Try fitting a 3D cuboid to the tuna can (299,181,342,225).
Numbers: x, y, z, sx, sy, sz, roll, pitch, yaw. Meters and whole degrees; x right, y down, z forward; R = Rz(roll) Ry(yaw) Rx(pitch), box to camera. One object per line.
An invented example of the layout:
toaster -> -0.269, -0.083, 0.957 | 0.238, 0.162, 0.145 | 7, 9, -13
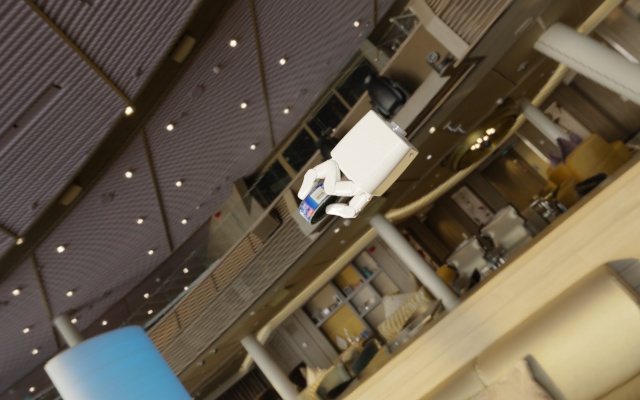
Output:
tuna can -> 0.000, 0.003, 0.890 | 0.033, 0.086, 0.086 | 43, 14, 15
